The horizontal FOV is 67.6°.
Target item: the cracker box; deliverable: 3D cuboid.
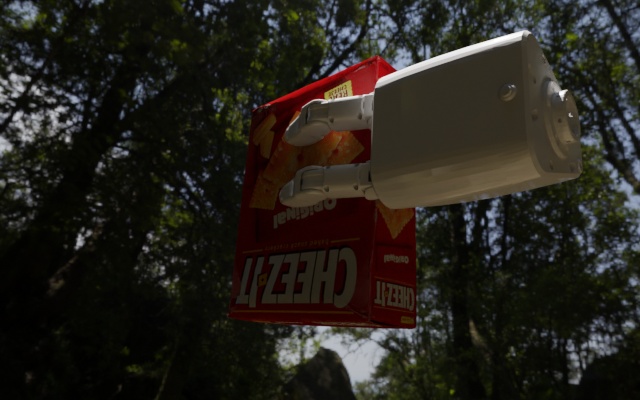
[{"bbox_3d":[0.000,0.001,0.429,0.164,0.213,0.072,-11,-23,41],"label":"cracker box"}]
